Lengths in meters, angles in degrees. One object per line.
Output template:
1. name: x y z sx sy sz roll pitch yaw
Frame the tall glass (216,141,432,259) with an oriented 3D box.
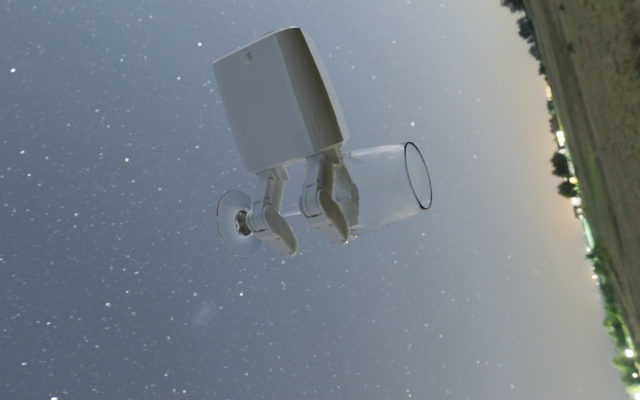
1. tall glass: 0.000 0.002 0.457 0.201 0.079 0.079 -15 -7 28
